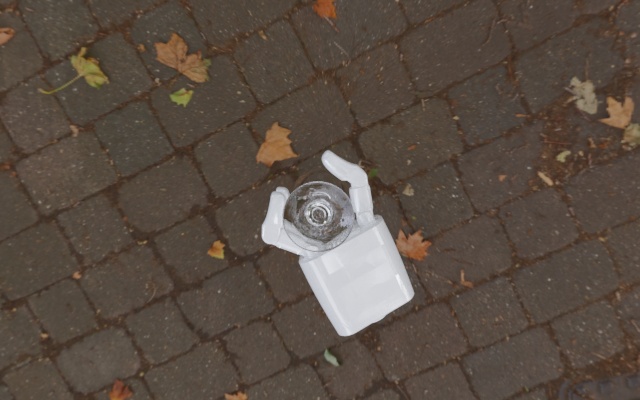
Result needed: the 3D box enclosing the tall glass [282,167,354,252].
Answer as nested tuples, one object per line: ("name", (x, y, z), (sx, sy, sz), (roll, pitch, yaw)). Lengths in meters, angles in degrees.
("tall glass", (0.000, 0.002, 0.586), (0.079, 0.079, 0.201), (0, 9, 1))
